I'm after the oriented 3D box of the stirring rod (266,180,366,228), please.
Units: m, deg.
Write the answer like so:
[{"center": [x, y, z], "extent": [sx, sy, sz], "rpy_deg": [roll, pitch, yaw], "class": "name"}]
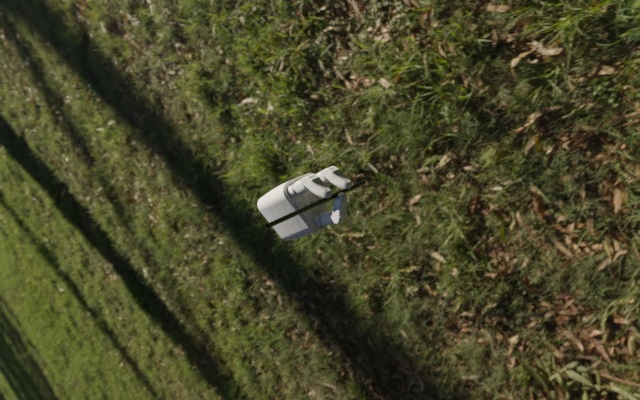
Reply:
[{"center": [0.000, 0.003, 0.820], "extent": [0.011, 0.011, 0.239], "rpy_deg": [0, 18, 46], "class": "stirring rod"}]
